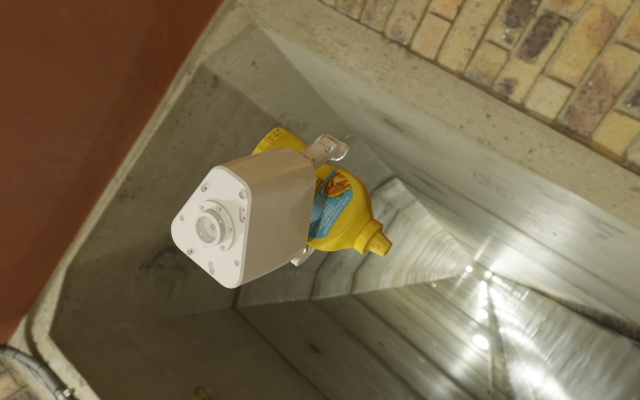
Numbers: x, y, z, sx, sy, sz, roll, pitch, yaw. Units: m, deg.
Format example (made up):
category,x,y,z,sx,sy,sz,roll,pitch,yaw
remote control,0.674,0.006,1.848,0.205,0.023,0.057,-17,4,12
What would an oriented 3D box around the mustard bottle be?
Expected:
category,x,y,z,sx,sy,sz,roll,pitch,yaw
mustard bottle,0.000,0.002,0.552,0.191,0.096,0.058,35,4,18
